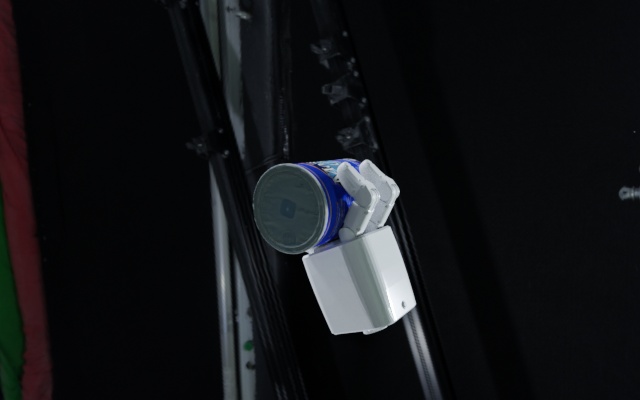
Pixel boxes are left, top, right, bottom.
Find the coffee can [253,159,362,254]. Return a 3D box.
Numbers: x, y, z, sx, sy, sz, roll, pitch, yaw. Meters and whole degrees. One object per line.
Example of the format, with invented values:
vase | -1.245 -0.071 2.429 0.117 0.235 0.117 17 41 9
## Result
coffee can | 0.000 0.002 0.595 0.103 0.103 0.140 0 7 33
